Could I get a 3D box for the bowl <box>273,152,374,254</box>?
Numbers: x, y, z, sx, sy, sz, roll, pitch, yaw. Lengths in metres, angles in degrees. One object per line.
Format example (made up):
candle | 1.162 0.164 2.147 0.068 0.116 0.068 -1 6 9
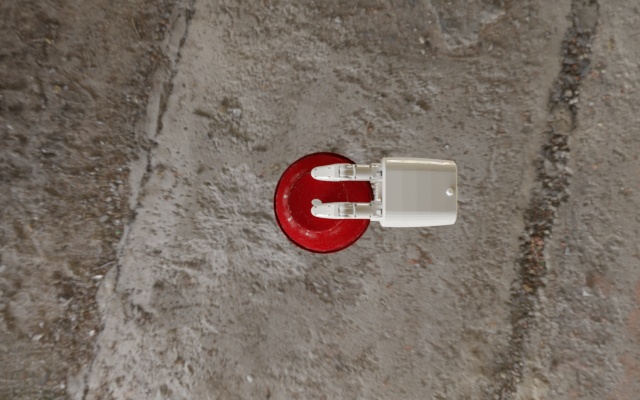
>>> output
bowl | -0.001 0.003 0.727 0.162 0.162 0.055 0 -2 9
